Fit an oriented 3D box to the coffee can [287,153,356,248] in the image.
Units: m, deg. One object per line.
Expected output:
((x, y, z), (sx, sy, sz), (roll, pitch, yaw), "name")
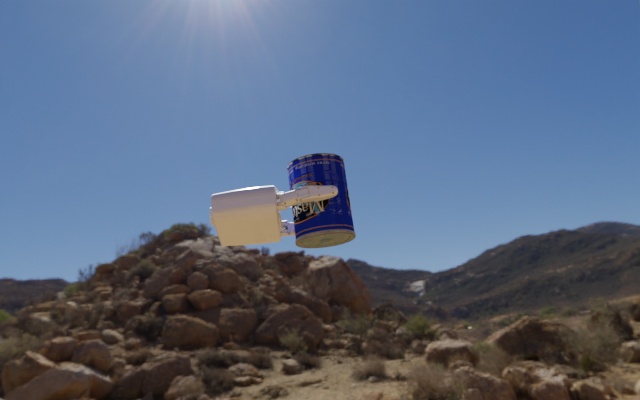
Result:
((0.000, 0.003, 0.825), (0.103, 0.140, 0.103), (-7, -18, -2), "coffee can")
